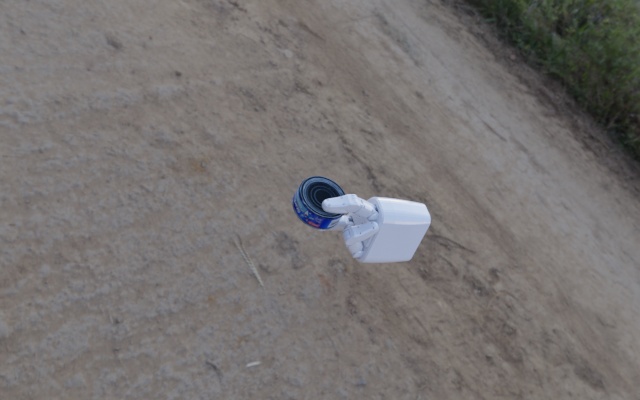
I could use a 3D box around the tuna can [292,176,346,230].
[{"bbox_3d":[0.000,0.002,0.770,0.086,0.086,0.034,0,-35,-28],"label":"tuna can"}]
